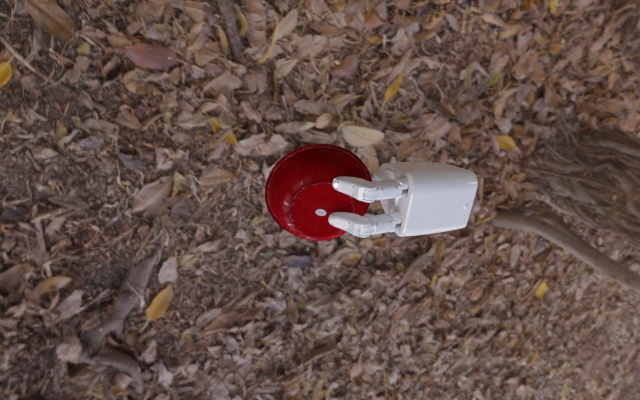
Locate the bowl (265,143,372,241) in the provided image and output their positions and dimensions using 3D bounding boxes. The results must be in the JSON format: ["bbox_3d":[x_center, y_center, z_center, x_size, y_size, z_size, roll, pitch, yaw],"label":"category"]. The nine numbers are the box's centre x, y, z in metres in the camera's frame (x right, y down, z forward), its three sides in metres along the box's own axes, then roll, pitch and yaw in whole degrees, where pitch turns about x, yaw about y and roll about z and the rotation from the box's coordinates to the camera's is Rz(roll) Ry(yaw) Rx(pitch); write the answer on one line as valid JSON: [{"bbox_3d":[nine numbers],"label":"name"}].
[{"bbox_3d":[-0.001,0.003,0.687,0.162,0.162,0.055,0,30,-5],"label":"bowl"}]
